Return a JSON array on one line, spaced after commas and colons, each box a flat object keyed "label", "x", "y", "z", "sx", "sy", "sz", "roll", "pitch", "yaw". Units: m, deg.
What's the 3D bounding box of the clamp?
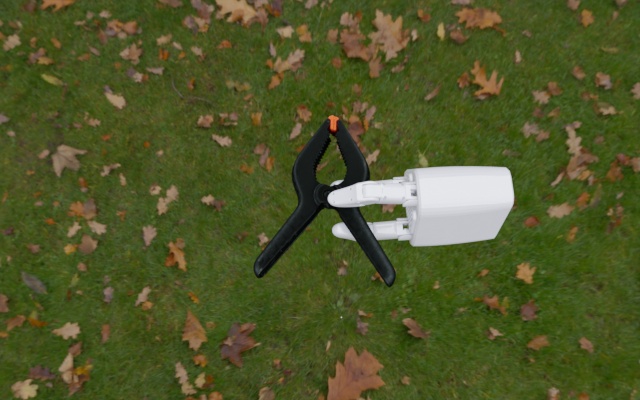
[{"label": "clamp", "x": 0.000, "y": 0.001, "z": 0.573, "sx": 0.164, "sy": 0.210, "sz": 0.036, "roll": -3, "pitch": -14, "yaw": 3}]
